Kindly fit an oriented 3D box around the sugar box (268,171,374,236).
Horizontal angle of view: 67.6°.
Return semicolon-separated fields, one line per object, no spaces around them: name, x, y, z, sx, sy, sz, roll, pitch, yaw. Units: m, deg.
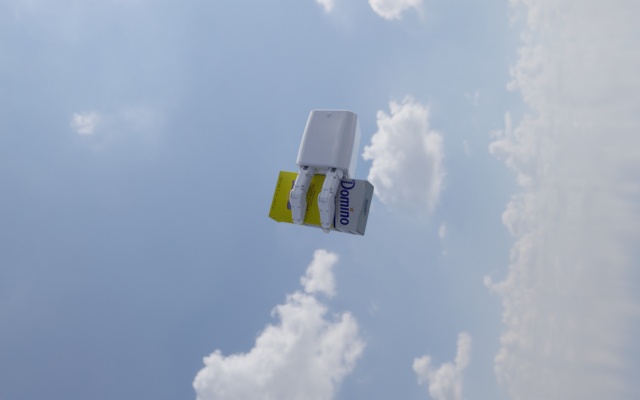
sugar box;0.000;0.002;0.851;0.176;0.093;0.048;6;-13;28
